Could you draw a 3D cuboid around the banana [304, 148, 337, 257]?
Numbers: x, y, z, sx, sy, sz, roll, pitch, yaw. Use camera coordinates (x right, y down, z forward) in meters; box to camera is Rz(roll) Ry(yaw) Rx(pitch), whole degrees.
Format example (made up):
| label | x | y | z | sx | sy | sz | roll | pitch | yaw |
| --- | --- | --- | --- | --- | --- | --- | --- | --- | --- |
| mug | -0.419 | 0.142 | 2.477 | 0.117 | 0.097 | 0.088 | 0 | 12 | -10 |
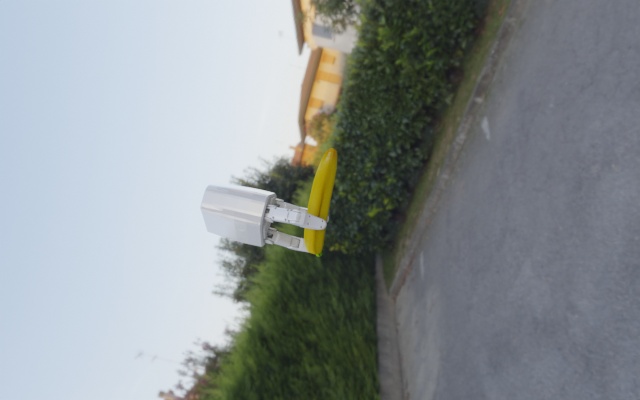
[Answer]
| label | x | y | z | sx | sy | sz | roll | pitch | yaw |
| --- | --- | --- | --- | --- | --- | --- | --- | --- | --- |
| banana | -0.002 | 0.010 | 0.816 | 0.037 | 0.198 | 0.069 | 10 | 12 | 3 |
